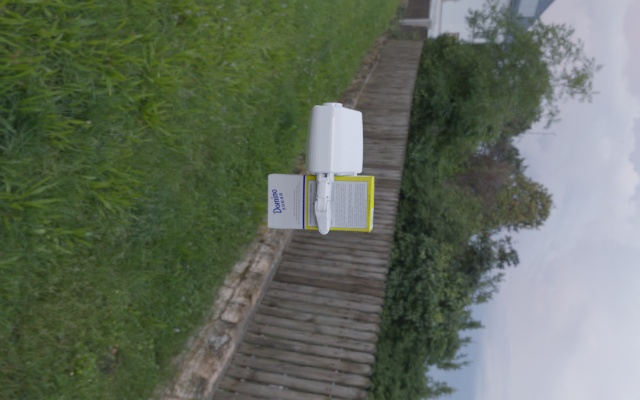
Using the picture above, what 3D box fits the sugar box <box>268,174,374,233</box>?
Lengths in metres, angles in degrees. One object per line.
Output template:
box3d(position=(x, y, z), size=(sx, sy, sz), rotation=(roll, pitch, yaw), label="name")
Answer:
box3d(position=(0.000, 0.002, 0.807), size=(0.176, 0.093, 0.048), rotation=(3, 5, 12), label="sugar box")
